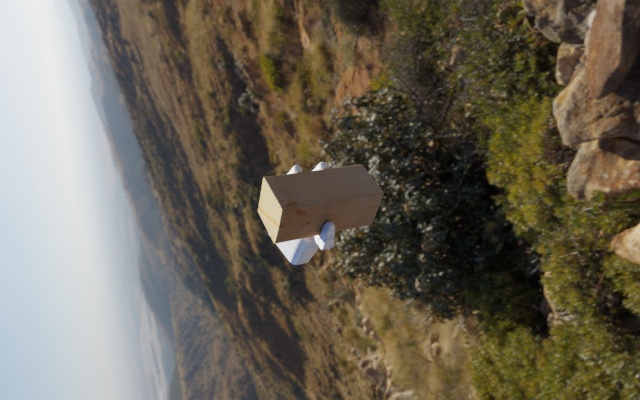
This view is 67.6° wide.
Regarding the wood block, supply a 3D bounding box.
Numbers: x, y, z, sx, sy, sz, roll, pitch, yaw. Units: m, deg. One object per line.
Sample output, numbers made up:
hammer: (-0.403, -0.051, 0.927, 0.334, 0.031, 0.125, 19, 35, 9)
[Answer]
wood block: (0.000, 0.003, 0.890, 0.206, 0.090, 0.090, -10, 47, -27)
